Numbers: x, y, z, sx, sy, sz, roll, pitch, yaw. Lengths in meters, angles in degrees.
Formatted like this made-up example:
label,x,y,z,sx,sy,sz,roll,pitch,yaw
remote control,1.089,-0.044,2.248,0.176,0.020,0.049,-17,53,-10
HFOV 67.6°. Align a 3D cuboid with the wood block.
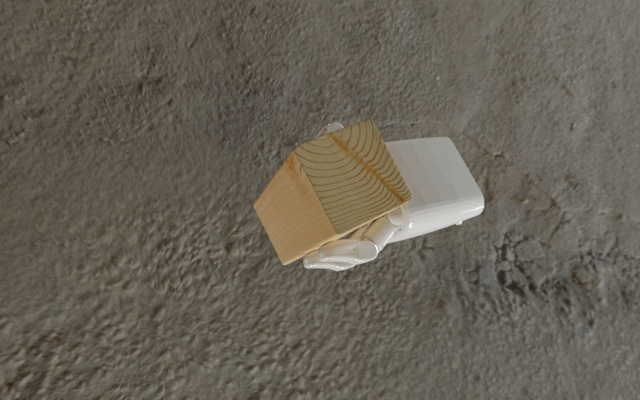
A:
label,x,y,z,sx,sy,sz,roll,pitch,yaw
wood block,0.000,0.001,0.532,0.090,0.091,0.206,-24,-6,-23
